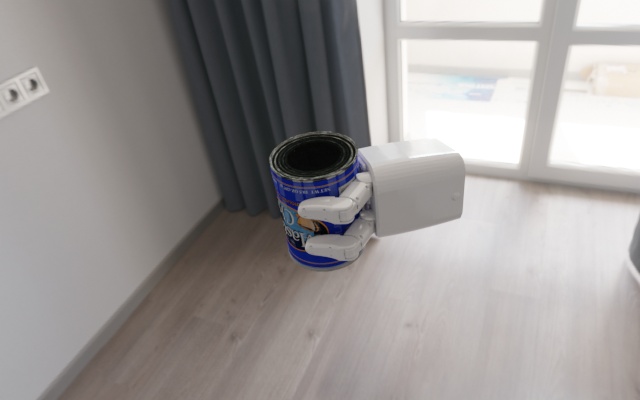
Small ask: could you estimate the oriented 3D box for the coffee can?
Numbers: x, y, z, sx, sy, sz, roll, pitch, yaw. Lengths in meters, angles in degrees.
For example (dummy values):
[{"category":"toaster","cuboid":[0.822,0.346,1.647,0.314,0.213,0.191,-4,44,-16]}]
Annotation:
[{"category":"coffee can","cuboid":[0.000,0.002,0.585,0.103,0.140,0.102,-6,37,4]}]
